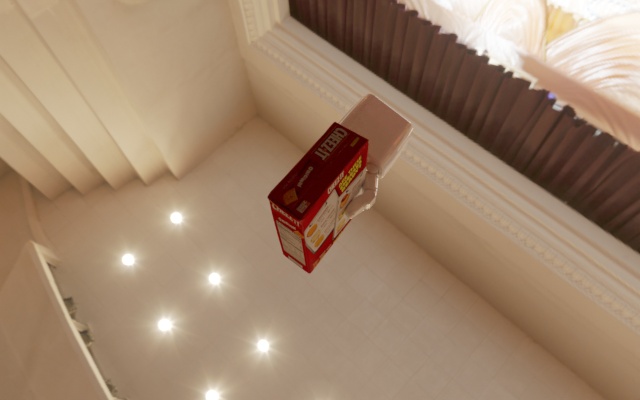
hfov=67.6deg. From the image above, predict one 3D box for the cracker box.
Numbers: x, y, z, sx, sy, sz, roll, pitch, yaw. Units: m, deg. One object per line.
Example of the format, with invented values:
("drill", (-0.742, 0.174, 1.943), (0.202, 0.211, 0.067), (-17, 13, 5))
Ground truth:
("cracker box", (0.000, 0.003, 0.764), (0.072, 0.164, 0.214), (32, -22, 18))
